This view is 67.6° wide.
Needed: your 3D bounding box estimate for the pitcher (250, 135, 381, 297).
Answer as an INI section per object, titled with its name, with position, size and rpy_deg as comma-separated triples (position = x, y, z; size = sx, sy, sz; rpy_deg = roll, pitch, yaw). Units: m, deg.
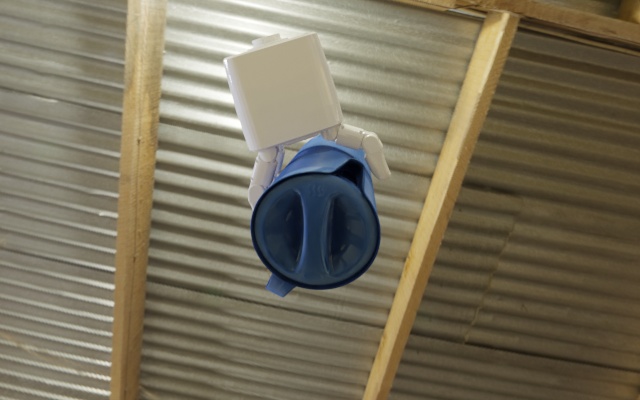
[pitcher]
position = 0.000, 0.002, 0.592
size = 0.149, 0.145, 0.242
rpy_deg = -14, 18, 11
